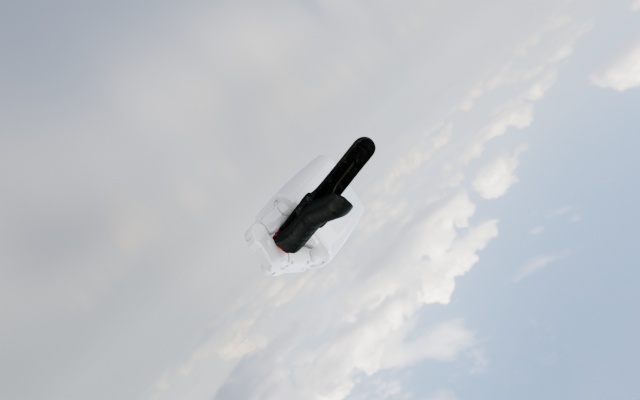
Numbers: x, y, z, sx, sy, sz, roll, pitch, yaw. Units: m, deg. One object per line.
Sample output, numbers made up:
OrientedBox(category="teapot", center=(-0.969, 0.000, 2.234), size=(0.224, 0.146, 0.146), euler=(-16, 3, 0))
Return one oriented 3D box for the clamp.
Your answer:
OrientedBox(category="clamp", center=(0.000, 0.002, 0.531), size=(0.171, 0.039, 0.120), euler=(-38, 12, 48))
